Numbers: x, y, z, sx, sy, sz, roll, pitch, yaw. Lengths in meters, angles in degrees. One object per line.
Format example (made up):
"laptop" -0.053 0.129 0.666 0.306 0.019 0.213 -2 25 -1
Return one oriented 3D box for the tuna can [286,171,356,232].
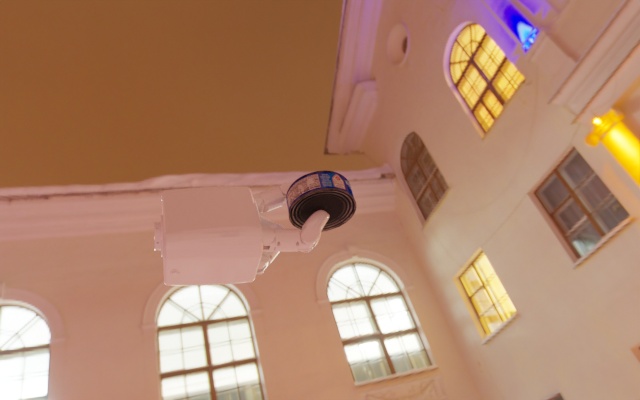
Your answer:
"tuna can" 0.000 0.002 0.603 0.086 0.033 0.086 -8 -38 -6
